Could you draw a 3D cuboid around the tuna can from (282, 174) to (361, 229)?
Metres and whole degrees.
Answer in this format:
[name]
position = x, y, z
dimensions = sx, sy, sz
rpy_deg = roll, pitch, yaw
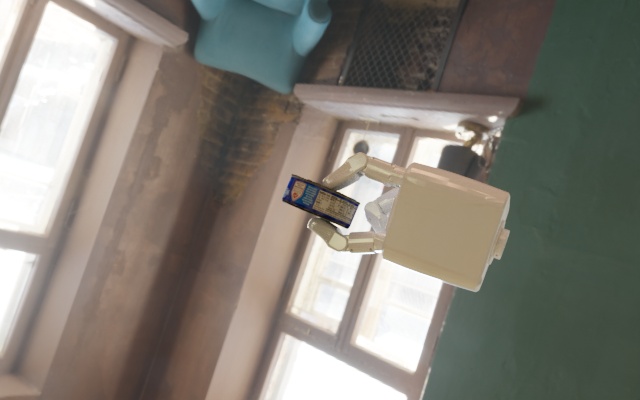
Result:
[tuna can]
position = 0.000, 0.002, 0.546
dimensions = 0.086, 0.034, 0.086
rpy_deg = 23, -2, 1
